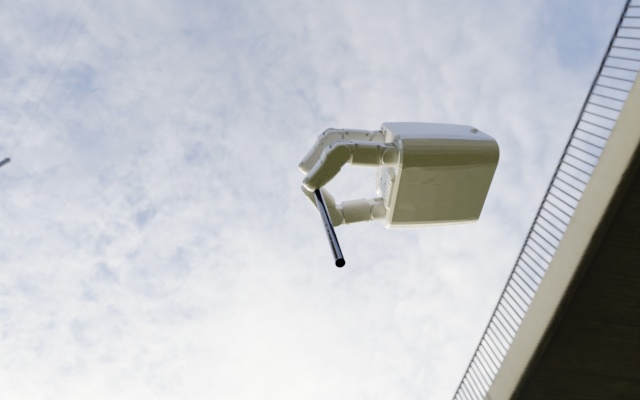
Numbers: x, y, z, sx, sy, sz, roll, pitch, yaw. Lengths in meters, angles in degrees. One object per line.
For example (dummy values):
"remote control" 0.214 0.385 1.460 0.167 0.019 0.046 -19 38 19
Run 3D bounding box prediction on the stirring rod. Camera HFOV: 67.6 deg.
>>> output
"stirring rod" 0.000 0.002 0.455 0.011 0.011 0.239 0 21 -7
